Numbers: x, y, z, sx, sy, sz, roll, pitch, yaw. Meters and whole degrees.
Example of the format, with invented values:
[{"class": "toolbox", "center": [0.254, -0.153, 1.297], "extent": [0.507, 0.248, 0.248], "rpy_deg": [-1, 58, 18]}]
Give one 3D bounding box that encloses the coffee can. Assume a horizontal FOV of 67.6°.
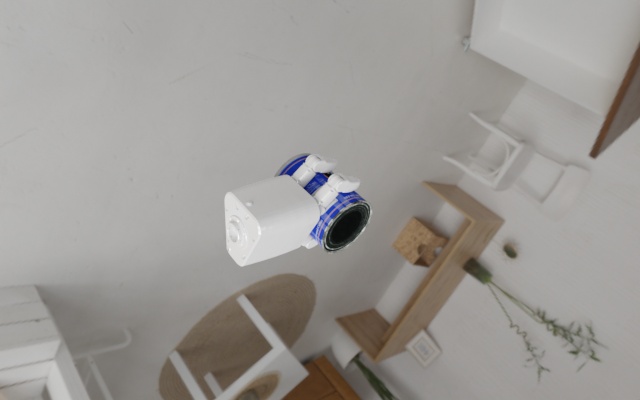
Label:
[{"class": "coffee can", "center": [0.000, 0.002, 0.778], "extent": [0.103, 0.103, 0.140], "rpy_deg": [0, 35, -49]}]
